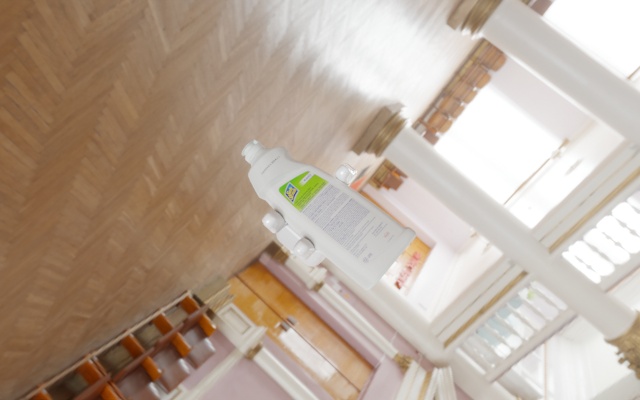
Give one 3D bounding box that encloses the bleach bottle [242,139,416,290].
[{"bbox_3d":[0.000,0.002,0.645,0.251,0.102,0.068,41,-21,8],"label":"bleach bottle"}]
